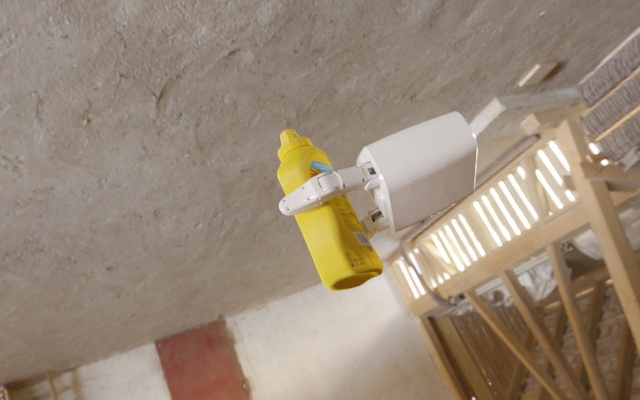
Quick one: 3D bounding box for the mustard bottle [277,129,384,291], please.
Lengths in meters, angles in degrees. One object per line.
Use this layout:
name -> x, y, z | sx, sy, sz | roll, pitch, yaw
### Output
mustard bottle -> 0.000, 0.002, 0.525 | 0.058, 0.191, 0.096 | -33, -21, 20
